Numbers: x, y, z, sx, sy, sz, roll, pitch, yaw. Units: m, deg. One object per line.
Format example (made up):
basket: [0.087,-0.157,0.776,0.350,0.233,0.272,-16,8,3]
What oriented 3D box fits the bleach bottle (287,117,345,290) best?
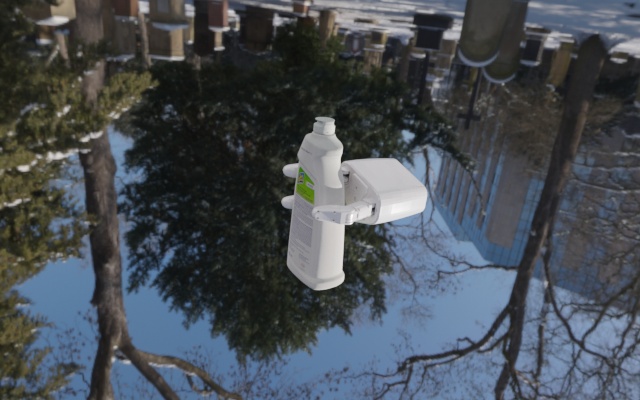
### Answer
bleach bottle: [0.000,0.002,0.724,0.068,0.251,0.102,-10,27,-34]
